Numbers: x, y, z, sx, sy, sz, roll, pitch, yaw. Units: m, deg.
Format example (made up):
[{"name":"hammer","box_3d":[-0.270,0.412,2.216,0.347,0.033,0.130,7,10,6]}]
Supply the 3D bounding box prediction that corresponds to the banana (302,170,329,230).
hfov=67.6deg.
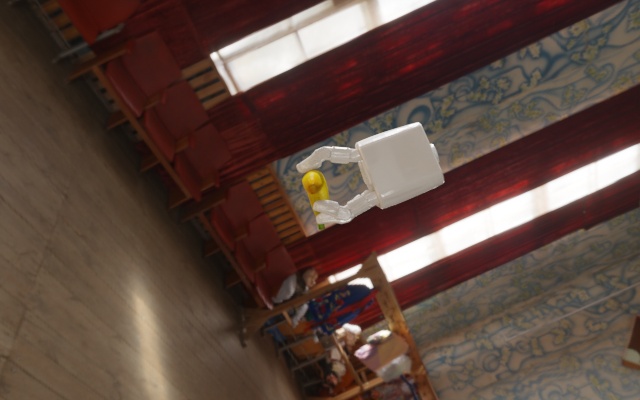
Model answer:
[{"name":"banana","box_3d":[-0.005,-0.013,0.797,0.037,0.069,0.198,-17,-21,0]}]
